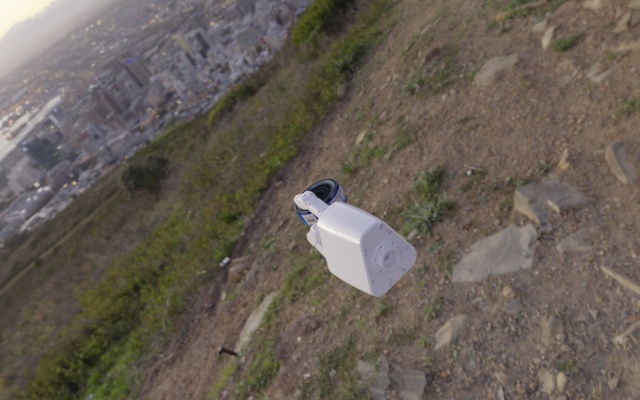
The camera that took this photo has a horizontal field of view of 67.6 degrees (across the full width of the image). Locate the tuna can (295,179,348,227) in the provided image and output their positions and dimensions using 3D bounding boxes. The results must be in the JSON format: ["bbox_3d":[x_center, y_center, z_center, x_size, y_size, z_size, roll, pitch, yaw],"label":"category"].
[{"bbox_3d":[0.000,0.002,0.801,0.086,0.034,0.086,-28,28,16],"label":"tuna can"}]
